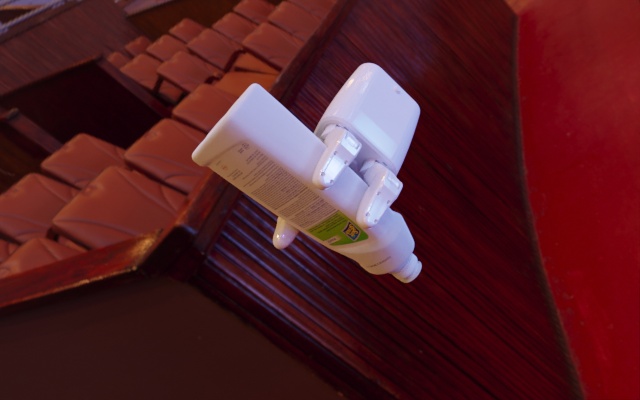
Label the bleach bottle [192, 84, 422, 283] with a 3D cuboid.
[{"bbox_3d":[0.000,0.002,0.480,0.251,0.068,0.102,40,-37,-16],"label":"bleach bottle"}]
